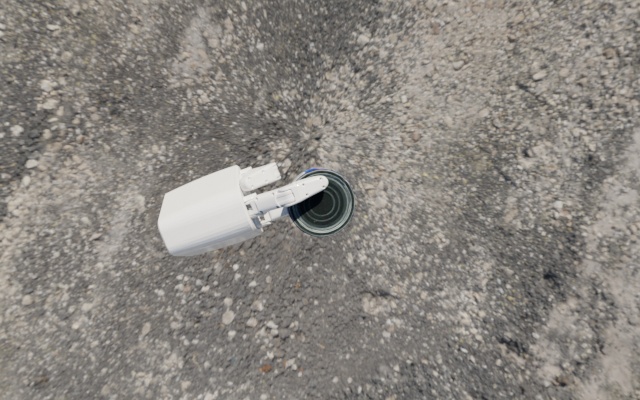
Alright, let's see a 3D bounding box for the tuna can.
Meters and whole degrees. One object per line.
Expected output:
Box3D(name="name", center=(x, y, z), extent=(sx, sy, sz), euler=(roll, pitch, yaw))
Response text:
Box3D(name="tuna can", center=(0.000, 0.002, 0.597), extent=(0.086, 0.086, 0.034), euler=(0, 5, -7))
